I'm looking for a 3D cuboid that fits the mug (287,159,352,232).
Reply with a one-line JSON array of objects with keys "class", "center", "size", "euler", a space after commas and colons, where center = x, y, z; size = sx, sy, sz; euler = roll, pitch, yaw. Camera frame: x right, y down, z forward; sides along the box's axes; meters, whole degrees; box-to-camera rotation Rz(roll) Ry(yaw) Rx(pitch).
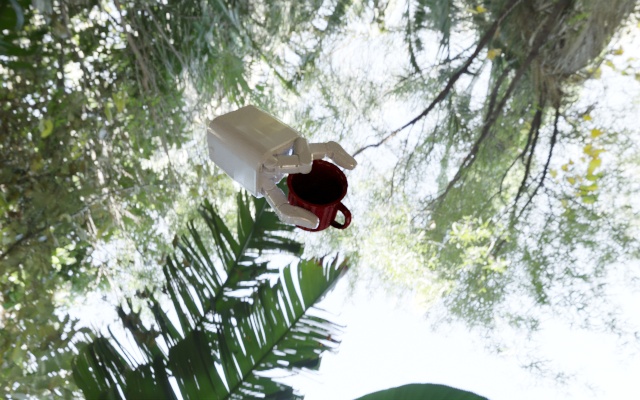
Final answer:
[{"class": "mug", "center": [0.001, 0.003, 0.740], "size": [0.117, 0.093, 0.082], "euler": [36, -34, 16]}]
